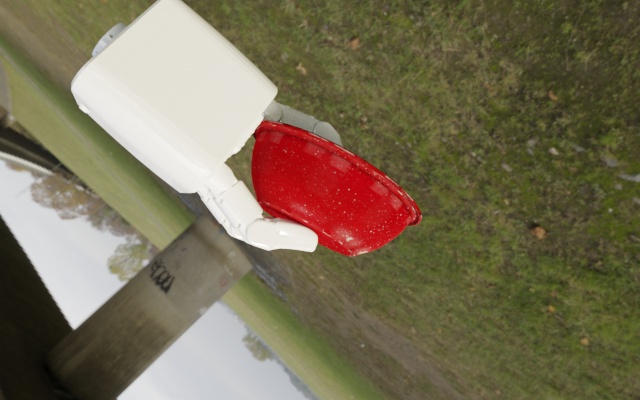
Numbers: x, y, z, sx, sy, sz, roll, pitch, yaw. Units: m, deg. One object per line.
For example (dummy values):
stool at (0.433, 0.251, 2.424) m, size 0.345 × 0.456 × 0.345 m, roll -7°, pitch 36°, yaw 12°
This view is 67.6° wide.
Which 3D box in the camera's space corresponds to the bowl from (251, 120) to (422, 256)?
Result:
bowl at (0.001, 0.002, 0.401) m, size 0.162 × 0.055 × 0.162 m, roll 28°, pitch -11°, yaw 6°
